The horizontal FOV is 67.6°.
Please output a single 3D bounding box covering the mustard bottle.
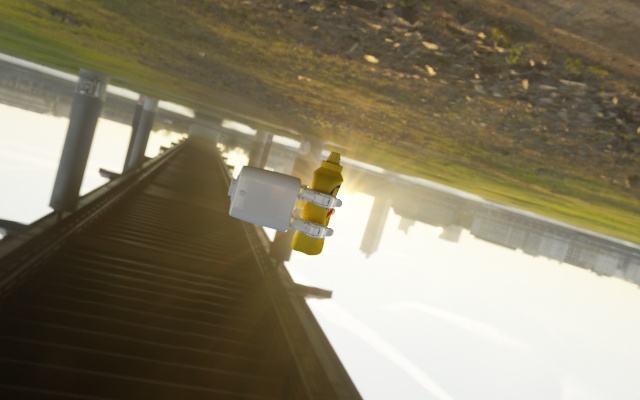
[{"bbox_3d":[0.000,0.003,0.885,0.058,0.191,0.096,18,5,12],"label":"mustard bottle"}]
